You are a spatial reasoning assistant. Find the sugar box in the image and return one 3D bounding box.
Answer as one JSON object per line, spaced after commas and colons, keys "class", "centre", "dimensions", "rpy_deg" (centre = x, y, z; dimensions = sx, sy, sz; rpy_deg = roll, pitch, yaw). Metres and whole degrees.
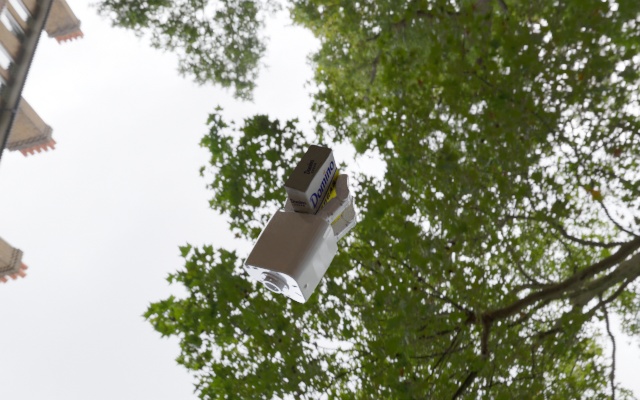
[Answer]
{"class": "sugar box", "centre": [0.001, 0.003, 0.786], "dimensions": [0.048, 0.093, 0.176], "rpy_deg": [17, -31, 24]}
